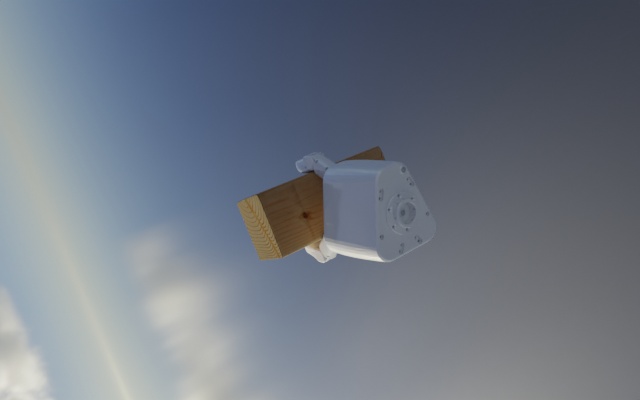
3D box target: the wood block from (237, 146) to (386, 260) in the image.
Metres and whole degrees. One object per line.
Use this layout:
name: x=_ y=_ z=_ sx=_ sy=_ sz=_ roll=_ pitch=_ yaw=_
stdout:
wood block: x=0.000 y=0.002 z=0.689 sx=0.206 sy=0.091 sz=0.090 roll=-23 pitch=3 yaw=-28
